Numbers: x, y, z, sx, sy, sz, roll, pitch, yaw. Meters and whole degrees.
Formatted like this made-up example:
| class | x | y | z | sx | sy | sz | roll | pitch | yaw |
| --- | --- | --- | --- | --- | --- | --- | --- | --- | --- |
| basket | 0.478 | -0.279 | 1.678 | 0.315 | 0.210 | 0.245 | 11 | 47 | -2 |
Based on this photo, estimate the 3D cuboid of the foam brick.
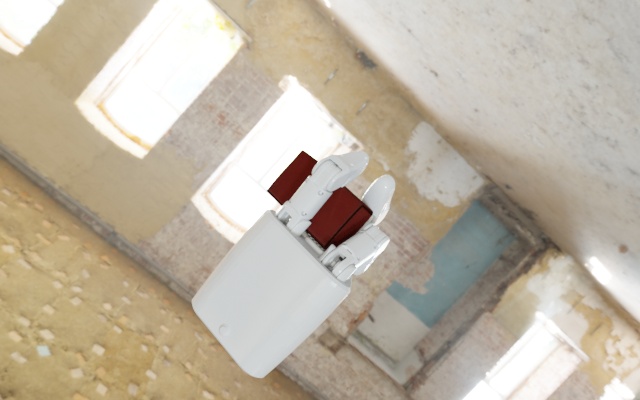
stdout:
| class | x | y | z | sx | sy | sz | roll | pitch | yaw |
| --- | --- | --- | --- | --- | --- | --- | --- | --- | --- |
| foam brick | 0.000 | 0.001 | 0.433 | 0.078 | 0.051 | 0.053 | 44 | 5 | 19 |
